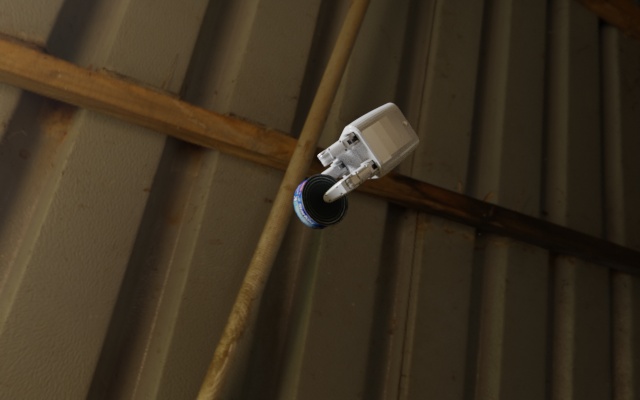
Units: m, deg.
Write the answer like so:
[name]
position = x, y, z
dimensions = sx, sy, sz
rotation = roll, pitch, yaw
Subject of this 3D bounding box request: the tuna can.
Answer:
[tuna can]
position = 0.000, 0.003, 0.768
dimensions = 0.086, 0.086, 0.034
rotation = 0, -14, -31
